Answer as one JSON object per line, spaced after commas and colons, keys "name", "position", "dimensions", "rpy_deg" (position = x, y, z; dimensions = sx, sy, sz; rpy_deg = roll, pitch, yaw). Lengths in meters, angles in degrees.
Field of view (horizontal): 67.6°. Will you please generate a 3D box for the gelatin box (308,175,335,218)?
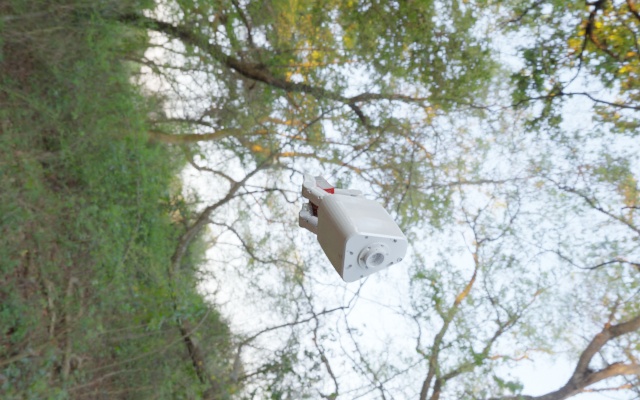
{"name": "gelatin box", "position": [0.000, 0.003, 0.836], "dimensions": [0.030, 0.073, 0.089], "rpy_deg": [-5, 19, -13]}
